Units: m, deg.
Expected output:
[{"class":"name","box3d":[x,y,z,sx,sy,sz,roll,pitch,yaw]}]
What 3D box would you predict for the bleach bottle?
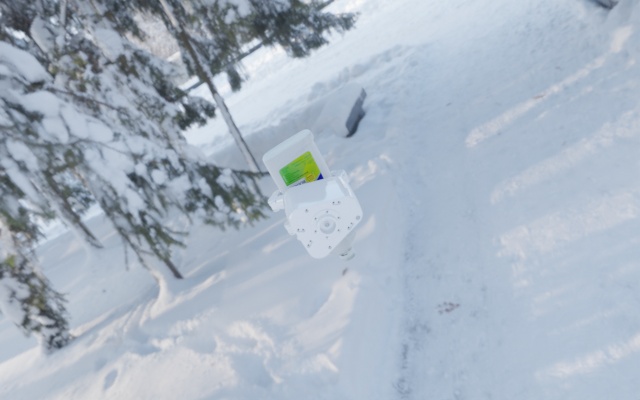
[{"class":"bleach bottle","box3d":[0.000,0.003,0.872,0.102,0.251,0.068,-31,19,2]}]
